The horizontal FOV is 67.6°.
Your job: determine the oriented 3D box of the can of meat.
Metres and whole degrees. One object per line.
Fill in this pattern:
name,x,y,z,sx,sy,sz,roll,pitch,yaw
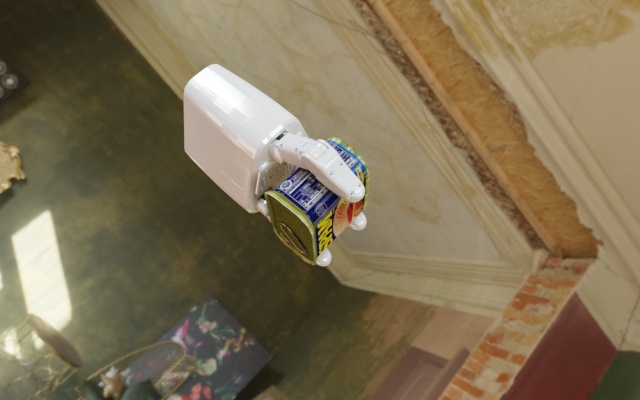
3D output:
can of meat,0.000,0.001,0.451,0.057,0.084,0.102,38,-21,20
